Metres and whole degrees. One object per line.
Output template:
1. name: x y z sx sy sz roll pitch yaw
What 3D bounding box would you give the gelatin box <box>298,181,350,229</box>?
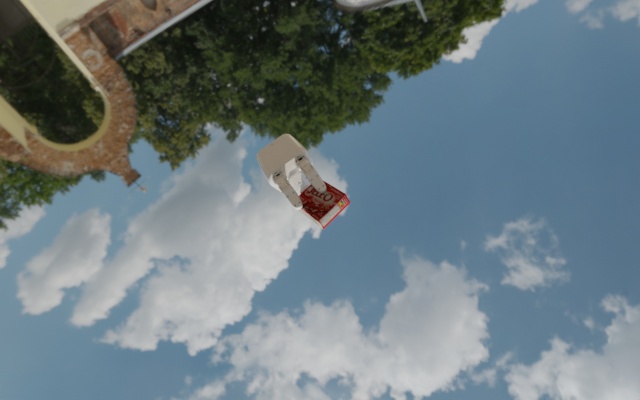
1. gelatin box: 0.001 0.003 0.897 0.089 0.073 0.030 35 -16 45
